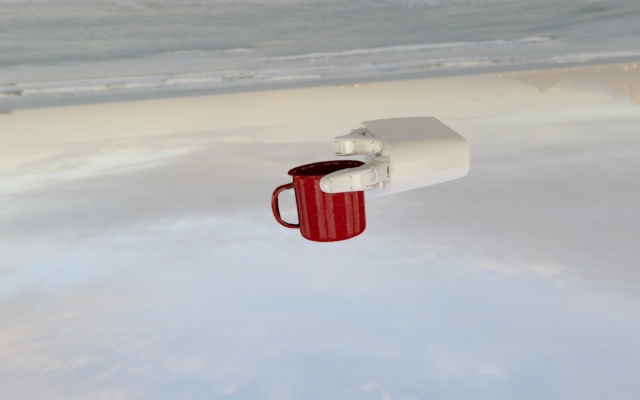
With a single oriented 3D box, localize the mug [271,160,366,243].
[{"bbox_3d":[-0.001,0.002,0.567,0.117,0.081,0.093,-10,14,-14],"label":"mug"}]
